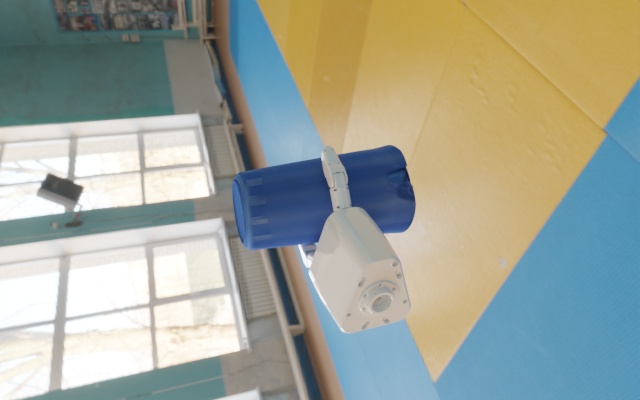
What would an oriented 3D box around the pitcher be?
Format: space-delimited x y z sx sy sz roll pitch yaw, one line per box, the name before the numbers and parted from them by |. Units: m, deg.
pitcher | 0.000 0.002 0.693 0.243 0.149 0.145 -8 34 -17
